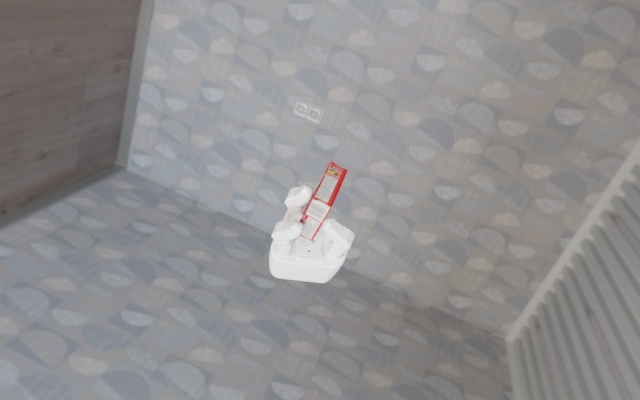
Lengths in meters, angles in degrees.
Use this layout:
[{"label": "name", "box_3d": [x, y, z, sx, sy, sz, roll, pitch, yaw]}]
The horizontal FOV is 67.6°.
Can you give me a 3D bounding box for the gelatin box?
[{"label": "gelatin box", "box_3d": [0.001, 0.002, 0.651, 0.030, 0.073, 0.089, 27, -39, -1]}]
